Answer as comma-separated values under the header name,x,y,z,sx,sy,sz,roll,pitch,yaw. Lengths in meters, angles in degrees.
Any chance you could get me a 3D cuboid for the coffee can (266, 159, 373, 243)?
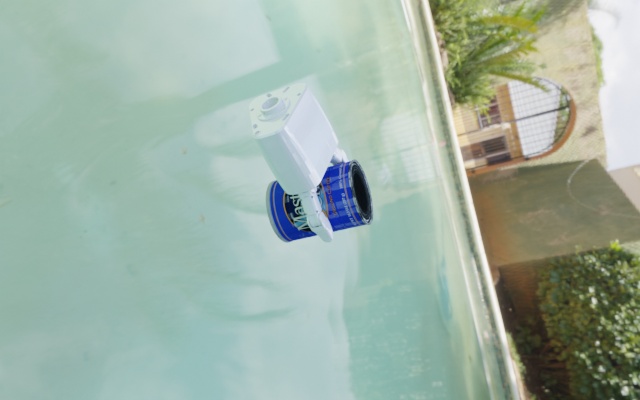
name,x,y,z,sx,sy,sz,roll,pitch,yaw
coffee can,0.000,0.003,0.748,0.140,0.103,0.103,-14,-5,19
